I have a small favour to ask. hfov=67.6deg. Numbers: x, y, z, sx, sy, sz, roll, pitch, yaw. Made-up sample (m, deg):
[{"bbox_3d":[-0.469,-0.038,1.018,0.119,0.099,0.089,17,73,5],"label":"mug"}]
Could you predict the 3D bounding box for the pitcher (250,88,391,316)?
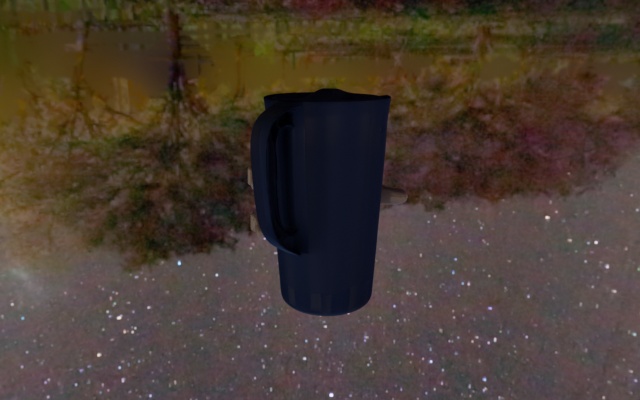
[{"bbox_3d":[0.000,0.002,0.526,0.149,0.243,0.145,-2,16,-8],"label":"pitcher"}]
